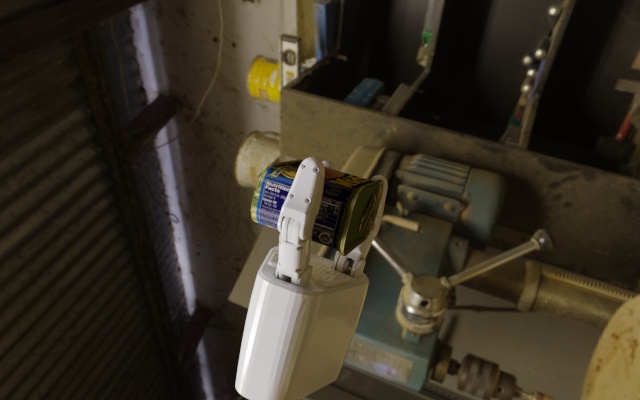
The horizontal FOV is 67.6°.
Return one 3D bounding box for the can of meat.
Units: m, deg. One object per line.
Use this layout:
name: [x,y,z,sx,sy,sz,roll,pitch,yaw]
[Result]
can of meat: [0.000,0.001,0.414,0.084,0.057,0.102,17,13,17]
